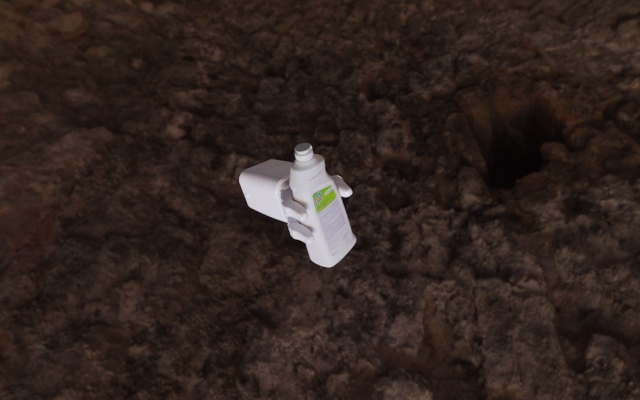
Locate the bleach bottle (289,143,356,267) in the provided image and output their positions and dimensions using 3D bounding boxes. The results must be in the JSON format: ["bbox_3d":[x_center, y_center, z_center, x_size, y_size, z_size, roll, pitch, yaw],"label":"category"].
[{"bbox_3d":[0.000,0.003,0.882,0.068,0.251,0.102,17,47,35],"label":"bleach bottle"}]
